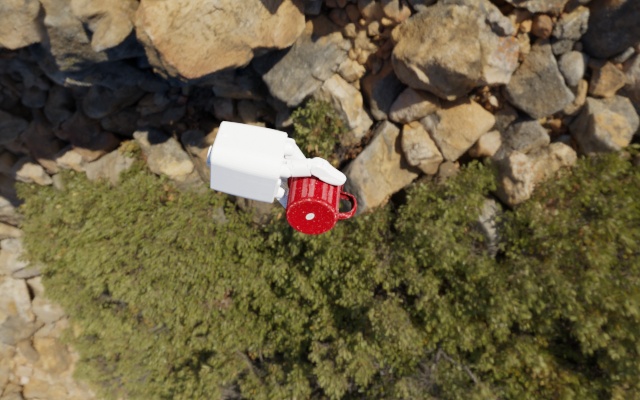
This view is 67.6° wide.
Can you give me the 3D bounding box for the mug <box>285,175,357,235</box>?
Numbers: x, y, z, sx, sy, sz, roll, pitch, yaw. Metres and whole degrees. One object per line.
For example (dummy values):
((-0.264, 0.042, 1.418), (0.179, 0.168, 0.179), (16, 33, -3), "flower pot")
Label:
((0.001, 0.003, 0.762), (0.117, 0.093, 0.081), (12, 43, -6), "mug")
